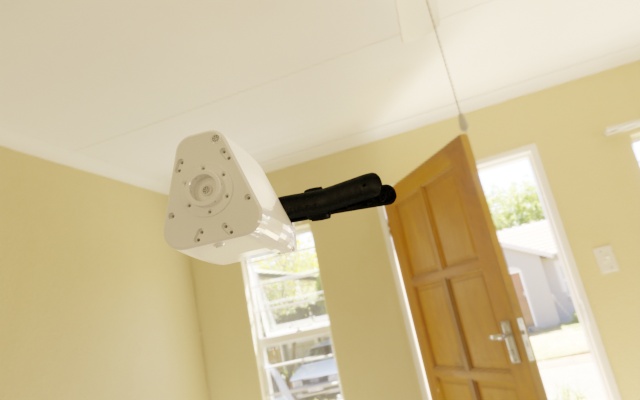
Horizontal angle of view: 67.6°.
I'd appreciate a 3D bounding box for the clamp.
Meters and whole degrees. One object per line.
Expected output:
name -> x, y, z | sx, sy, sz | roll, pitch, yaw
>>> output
clamp -> 0.000, 0.001, 0.532 | 0.171, 0.039, 0.120 | -13, -14, 6
